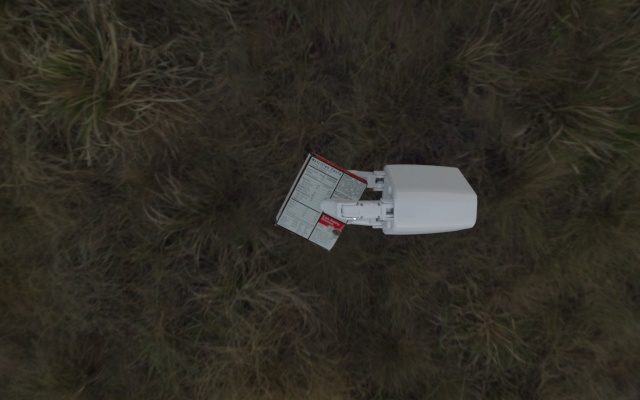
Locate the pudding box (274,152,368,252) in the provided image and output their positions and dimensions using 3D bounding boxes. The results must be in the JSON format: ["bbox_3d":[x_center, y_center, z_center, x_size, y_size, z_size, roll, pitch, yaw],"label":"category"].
[{"bbox_3d":[0.000,0.002,0.662,0.090,0.113,0.039,28,7,-7],"label":"pudding box"}]
